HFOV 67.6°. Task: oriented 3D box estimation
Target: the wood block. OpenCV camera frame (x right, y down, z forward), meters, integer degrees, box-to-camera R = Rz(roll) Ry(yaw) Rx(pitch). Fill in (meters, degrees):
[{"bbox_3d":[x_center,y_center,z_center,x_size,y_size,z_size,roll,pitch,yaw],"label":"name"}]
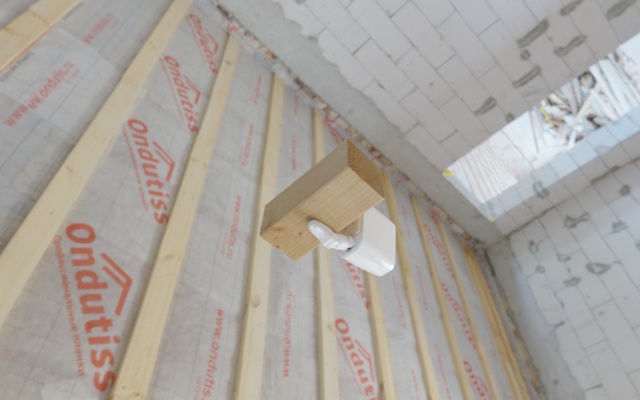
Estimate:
[{"bbox_3d":[0.000,0.003,0.823,0.206,0.090,0.090,-38,-62,25],"label":"wood block"}]
